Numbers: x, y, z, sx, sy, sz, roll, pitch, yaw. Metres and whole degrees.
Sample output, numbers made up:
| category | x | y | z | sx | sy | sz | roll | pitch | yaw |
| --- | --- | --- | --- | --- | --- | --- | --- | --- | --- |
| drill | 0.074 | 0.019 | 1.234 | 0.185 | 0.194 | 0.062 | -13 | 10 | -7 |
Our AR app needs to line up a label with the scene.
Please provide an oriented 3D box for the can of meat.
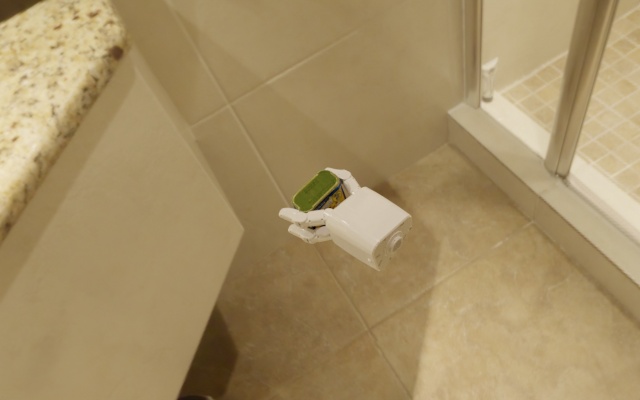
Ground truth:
| category | x | y | z | sx | sy | sz | roll | pitch | yaw |
| --- | --- | --- | --- | --- | --- | --- | --- | --- | --- |
| can of meat | 0.000 | 0.003 | 0.897 | 0.057 | 0.102 | 0.084 | 37 | -16 | 32 |
